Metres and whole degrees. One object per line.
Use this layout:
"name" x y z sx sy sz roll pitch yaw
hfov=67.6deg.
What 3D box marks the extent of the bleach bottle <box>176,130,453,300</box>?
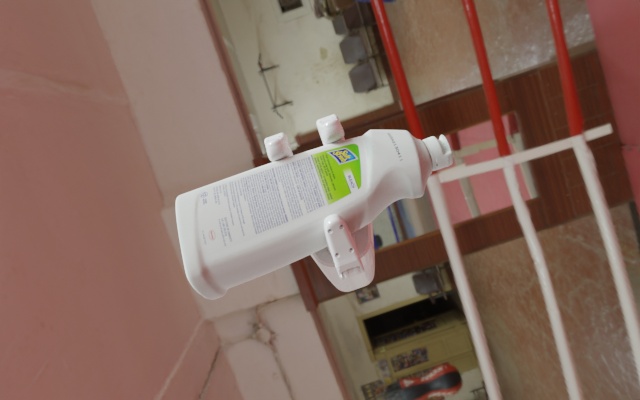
"bleach bottle" 0.000 0.001 0.437 0.251 0.102 0.068 -19 -29 1
